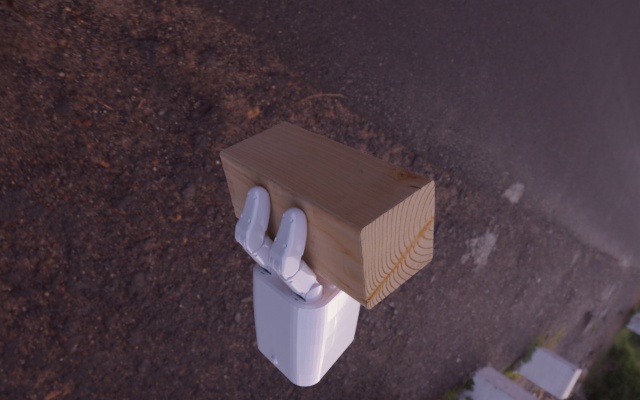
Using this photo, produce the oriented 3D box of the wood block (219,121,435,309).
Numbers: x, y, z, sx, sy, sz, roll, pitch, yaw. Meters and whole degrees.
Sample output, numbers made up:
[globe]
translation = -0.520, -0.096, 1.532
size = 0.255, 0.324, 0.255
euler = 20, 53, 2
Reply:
[wood block]
translation = 0.000, 0.002, 0.467
size = 0.091, 0.090, 0.206
euler = -30, 39, -30
